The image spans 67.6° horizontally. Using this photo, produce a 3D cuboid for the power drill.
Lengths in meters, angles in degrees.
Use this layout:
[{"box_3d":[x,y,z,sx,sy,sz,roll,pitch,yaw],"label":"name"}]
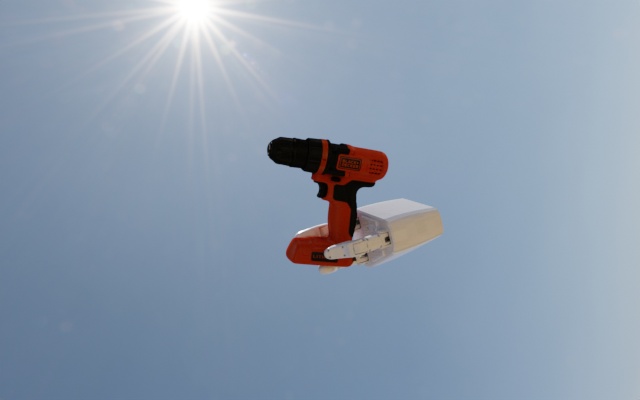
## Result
[{"box_3d":[0.000,0.003,0.715,0.184,0.188,0.057,7,15,-16],"label":"power drill"}]
